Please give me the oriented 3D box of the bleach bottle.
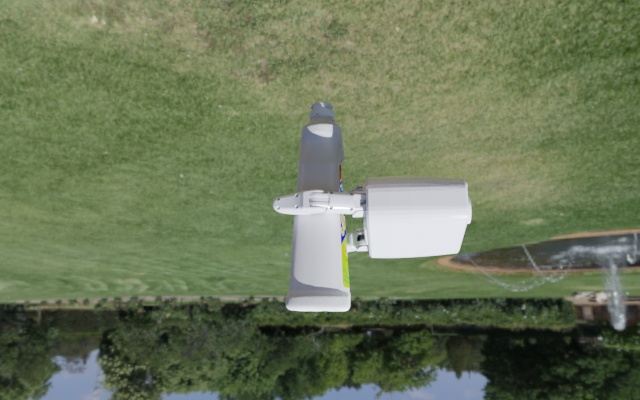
[{"bbox_3d":[0.000,0.002,0.564,0.068,0.250,0.102,-2,-14,8],"label":"bleach bottle"}]
